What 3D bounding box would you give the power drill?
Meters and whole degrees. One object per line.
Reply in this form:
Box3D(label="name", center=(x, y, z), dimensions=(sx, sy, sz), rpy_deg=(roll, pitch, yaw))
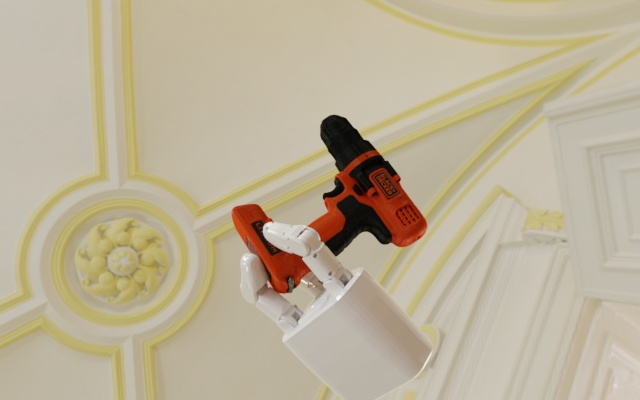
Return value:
Box3D(label="power drill", center=(0.000, 0.002, 0.533), dimensions=(0.187, 0.184, 0.057), rpy_deg=(-29, -22, -16))
